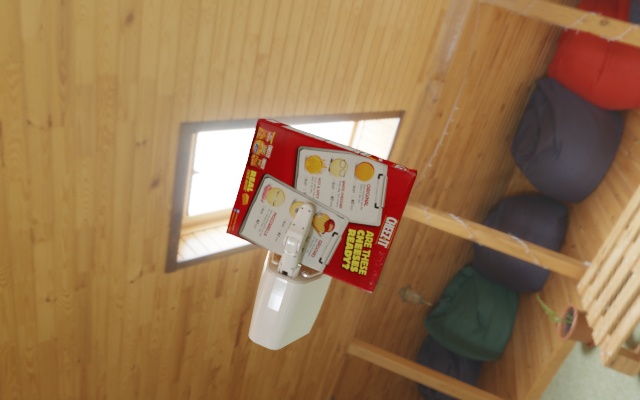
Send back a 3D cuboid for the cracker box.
[{"bbox_3d":[0.000,0.002,0.634,0.213,0.164,0.072,21,14,10],"label":"cracker box"}]
